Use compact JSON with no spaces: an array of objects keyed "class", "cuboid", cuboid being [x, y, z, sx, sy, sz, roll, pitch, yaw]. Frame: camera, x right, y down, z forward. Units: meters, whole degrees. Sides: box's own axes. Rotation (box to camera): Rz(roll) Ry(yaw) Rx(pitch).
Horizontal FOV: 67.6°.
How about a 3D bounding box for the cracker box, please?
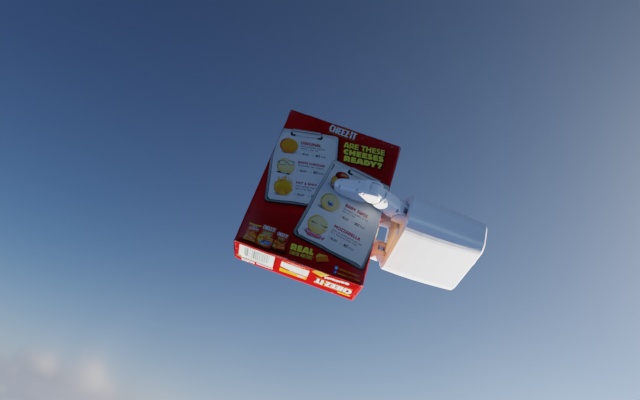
[{"class":"cracker box","cuboid":[0.000,0.002,0.635,0.164,0.213,0.072,19,-29,0]}]
